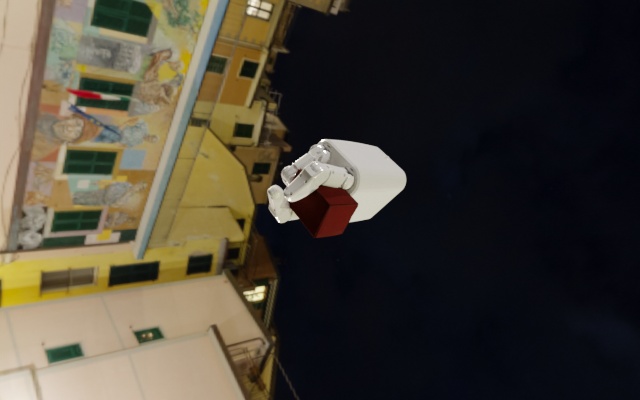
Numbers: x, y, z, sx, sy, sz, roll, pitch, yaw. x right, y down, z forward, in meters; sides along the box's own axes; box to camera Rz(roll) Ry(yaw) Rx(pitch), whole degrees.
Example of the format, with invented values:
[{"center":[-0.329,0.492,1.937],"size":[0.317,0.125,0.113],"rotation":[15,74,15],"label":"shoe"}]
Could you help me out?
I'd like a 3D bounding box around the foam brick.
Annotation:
[{"center":[0.000,0.002,0.611],"size":[0.051,0.053,0.078],"rotation":[-1,39,-42],"label":"foam brick"}]
